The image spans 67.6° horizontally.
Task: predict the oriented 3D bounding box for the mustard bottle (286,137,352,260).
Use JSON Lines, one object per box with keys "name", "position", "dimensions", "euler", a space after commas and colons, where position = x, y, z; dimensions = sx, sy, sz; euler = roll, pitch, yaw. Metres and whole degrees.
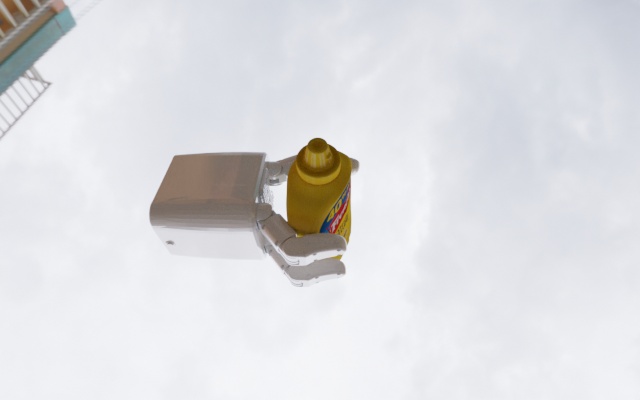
{"name": "mustard bottle", "position": [0.000, 0.002, 0.493], "dimensions": [0.058, 0.096, 0.192], "euler": [22, -28, 15]}
